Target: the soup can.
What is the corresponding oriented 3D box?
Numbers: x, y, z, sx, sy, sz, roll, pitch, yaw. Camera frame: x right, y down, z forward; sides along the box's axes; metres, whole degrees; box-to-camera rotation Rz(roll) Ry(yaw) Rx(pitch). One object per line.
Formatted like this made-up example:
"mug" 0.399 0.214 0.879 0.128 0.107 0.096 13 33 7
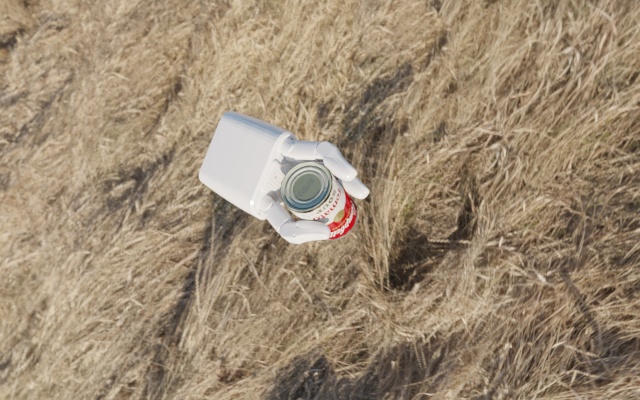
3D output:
"soup can" 0.000 0.002 0.597 0.068 0.068 0.102 0 -22 22
